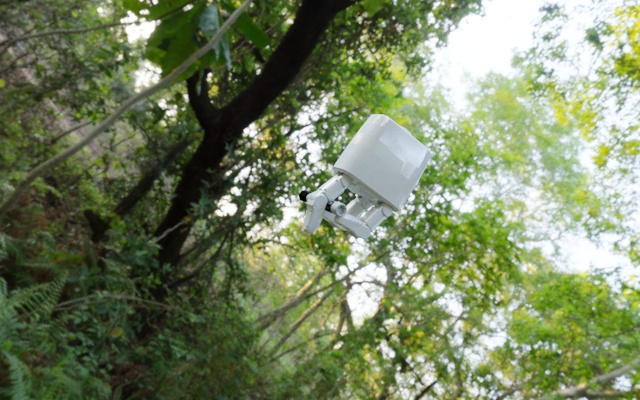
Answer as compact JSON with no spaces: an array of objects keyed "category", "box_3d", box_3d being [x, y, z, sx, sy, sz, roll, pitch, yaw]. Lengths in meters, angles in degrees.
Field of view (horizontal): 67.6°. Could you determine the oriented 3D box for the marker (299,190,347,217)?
[{"category":"marker","box_3d":[0.000,0.002,0.720,0.020,0.020,0.121,0,11,-30]}]
